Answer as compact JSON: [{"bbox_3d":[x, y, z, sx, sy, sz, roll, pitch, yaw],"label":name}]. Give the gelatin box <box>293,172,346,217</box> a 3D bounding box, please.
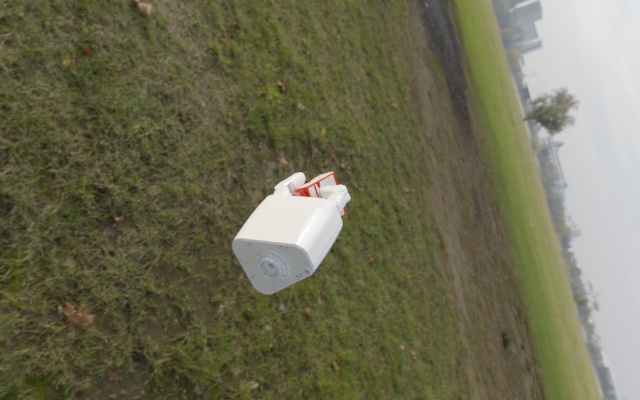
[{"bbox_3d":[0.001,0.002,0.755,0.030,0.073,0.089,-10,13,34],"label":"gelatin box"}]
